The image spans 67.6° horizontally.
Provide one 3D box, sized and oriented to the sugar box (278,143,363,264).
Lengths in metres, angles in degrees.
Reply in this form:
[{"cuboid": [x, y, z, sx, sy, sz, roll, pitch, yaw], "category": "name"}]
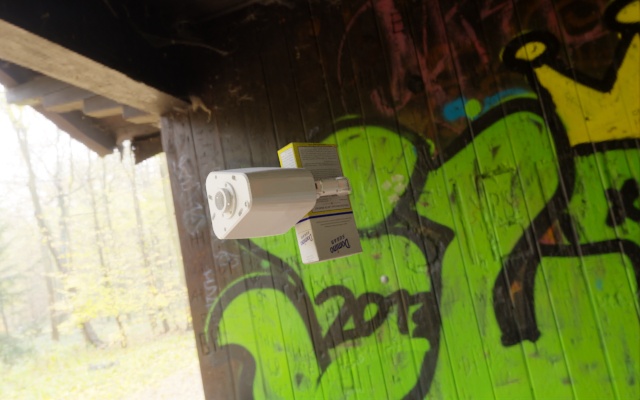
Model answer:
[{"cuboid": [0.000, 0.002, 0.720, 0.093, 0.176, 0.048, -5, -10, -41], "category": "sugar box"}]
